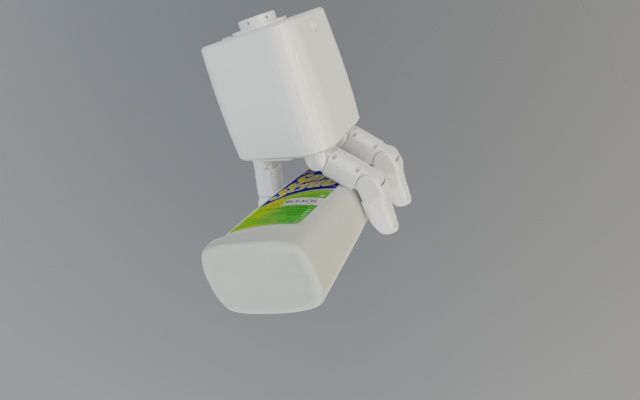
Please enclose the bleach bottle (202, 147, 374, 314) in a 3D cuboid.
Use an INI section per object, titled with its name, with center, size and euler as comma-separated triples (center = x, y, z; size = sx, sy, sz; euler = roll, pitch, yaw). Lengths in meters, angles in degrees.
[bleach bottle]
center = 0.000, 0.002, 0.453
size = 0.102, 0.068, 0.250
euler = -8, 24, 27
